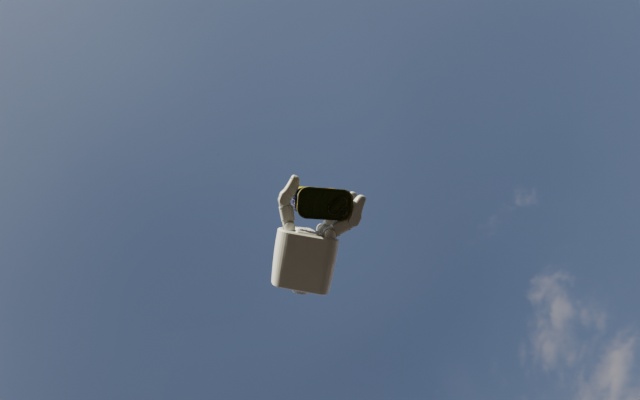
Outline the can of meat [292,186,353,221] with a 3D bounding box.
[{"bbox_3d":[0.000,0.003,0.889,0.102,0.057,0.084,4,4,-12],"label":"can of meat"}]
